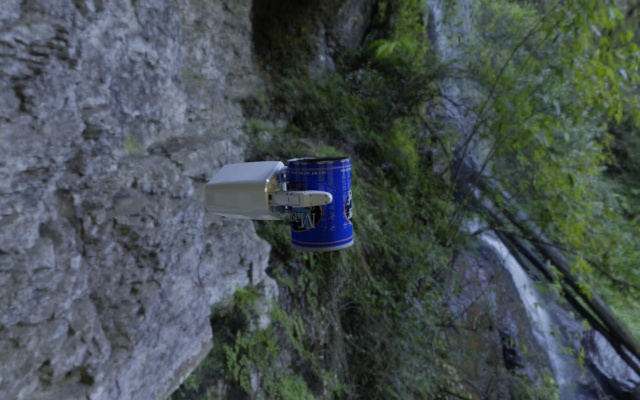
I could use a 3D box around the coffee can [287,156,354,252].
[{"bbox_3d":[0.000,0.003,0.774,0.103,0.140,0.103,-2,9,0],"label":"coffee can"}]
